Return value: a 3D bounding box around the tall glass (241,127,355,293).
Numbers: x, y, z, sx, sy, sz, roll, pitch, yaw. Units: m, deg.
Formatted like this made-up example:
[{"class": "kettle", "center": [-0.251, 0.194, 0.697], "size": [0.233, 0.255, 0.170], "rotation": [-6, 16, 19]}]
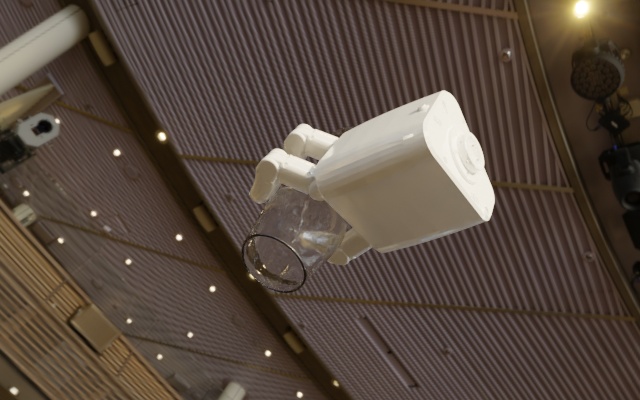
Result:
[{"class": "tall glass", "center": [0.000, 0.001, 0.473], "size": [0.079, 0.079, 0.201], "rotation": [0, 32, 29]}]
